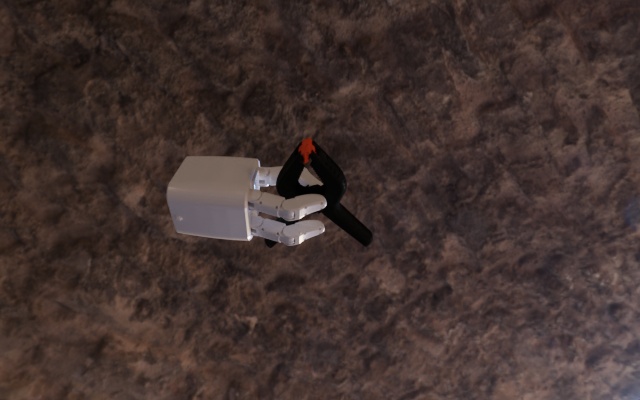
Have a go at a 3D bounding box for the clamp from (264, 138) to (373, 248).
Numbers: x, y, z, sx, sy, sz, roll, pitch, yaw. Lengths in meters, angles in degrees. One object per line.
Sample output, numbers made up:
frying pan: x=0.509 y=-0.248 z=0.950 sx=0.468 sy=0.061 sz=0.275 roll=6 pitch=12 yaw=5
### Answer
clamp: x=0.000 y=0.001 z=0.666 sx=0.164 sy=0.036 sz=0.210 roll=2 pitch=-42 yaw=-1
